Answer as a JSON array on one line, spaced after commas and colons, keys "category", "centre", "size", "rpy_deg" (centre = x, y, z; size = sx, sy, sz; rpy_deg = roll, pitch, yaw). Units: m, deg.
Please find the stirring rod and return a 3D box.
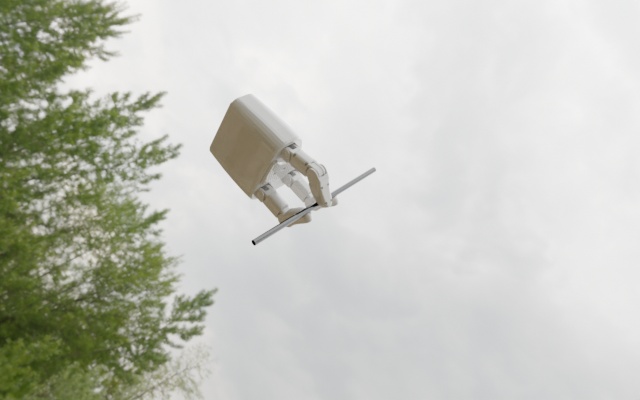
[{"category": "stirring rod", "centre": [0.000, 0.002, 0.654], "size": [0.239, 0.011, 0.011], "rpy_deg": [-31, 20, -38]}]
